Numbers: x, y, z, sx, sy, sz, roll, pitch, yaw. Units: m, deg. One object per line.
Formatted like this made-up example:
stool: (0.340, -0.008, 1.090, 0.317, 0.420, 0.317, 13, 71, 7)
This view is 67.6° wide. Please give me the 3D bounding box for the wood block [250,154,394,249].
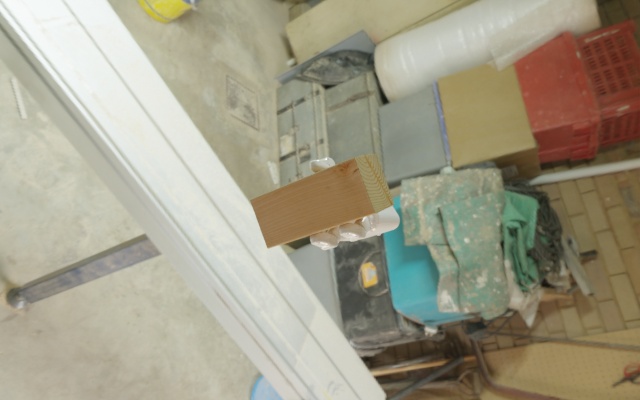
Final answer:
wood block: (0.000, 0.002, 0.782, 0.206, 0.091, 0.090, -21, -1, 29)
